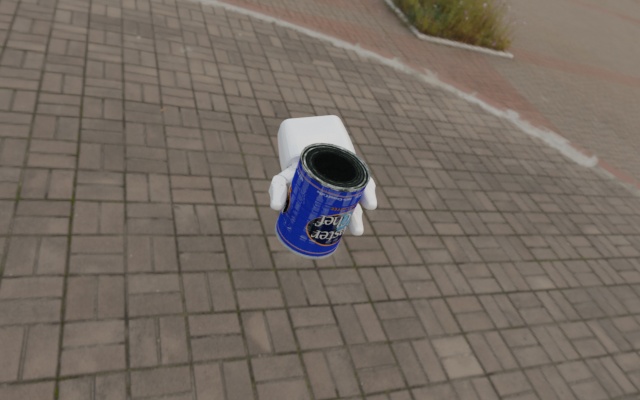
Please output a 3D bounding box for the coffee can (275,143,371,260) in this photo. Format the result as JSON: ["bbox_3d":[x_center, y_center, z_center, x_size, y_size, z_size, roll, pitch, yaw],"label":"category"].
[{"bbox_3d":[0.000,0.003,0.697,0.103,0.140,0.102,14,39,-11],"label":"coffee can"}]
